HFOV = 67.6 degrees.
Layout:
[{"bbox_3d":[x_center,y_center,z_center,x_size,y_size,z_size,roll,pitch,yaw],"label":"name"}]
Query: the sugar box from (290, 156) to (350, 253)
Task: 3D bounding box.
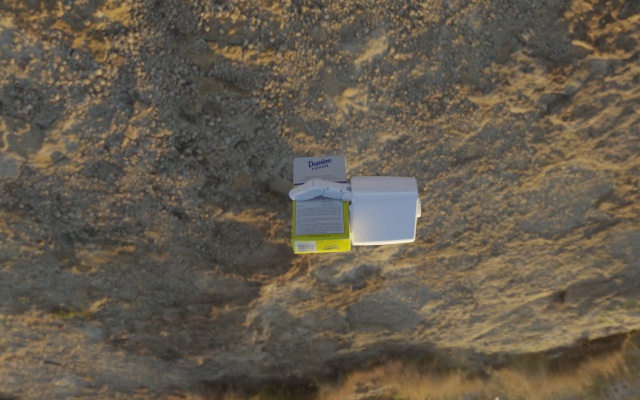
[{"bbox_3d":[0.000,0.003,0.801,0.093,0.176,0.048,-2,-41,3],"label":"sugar box"}]
